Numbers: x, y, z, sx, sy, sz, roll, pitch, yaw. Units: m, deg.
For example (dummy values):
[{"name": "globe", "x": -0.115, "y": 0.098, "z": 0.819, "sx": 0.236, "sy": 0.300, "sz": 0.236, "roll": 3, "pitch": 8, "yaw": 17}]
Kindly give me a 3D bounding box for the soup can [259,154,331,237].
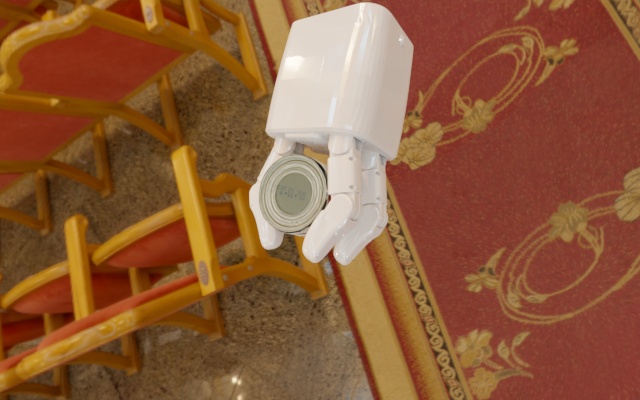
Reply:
[{"name": "soup can", "x": 0.000, "y": 0.002, "z": 0.430, "sx": 0.068, "sy": 0.068, "sz": 0.102, "roll": 0, "pitch": -9, "yaw": 28}]
